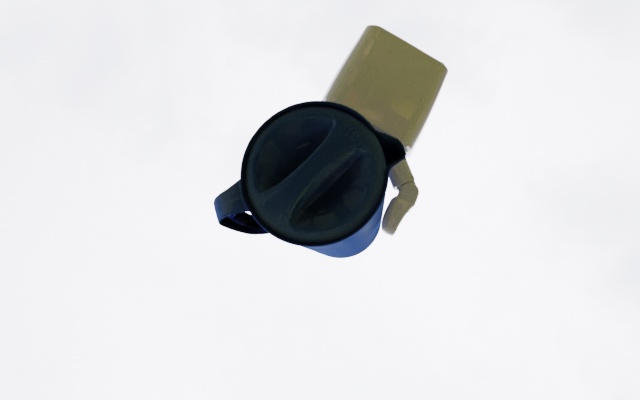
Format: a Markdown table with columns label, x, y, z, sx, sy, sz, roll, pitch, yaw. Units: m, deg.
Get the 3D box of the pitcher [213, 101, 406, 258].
| label | x | y | z | sx | sy | sz | roll | pitch | yaw |
| --- | --- | --- | --- | --- | --- | --- | --- | --- | --- |
| pitcher | 0.000 | 0.002 | 0.528 | 0.149 | 0.145 | 0.243 | 25 | -8 | 13 |
